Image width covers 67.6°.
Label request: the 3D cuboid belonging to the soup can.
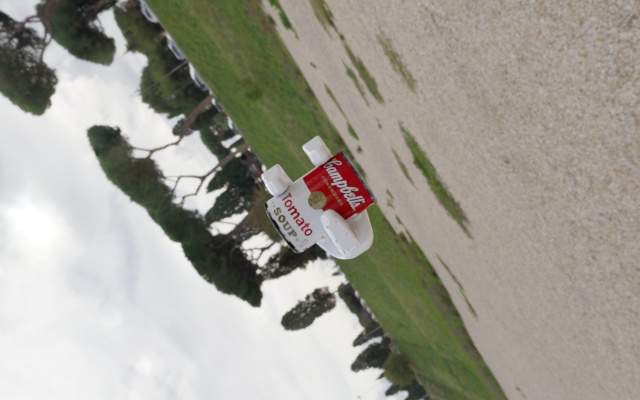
[{"bbox_3d":[0.000,0.002,0.511,0.102,0.068,0.068,-34,-2,3],"label":"soup can"}]
